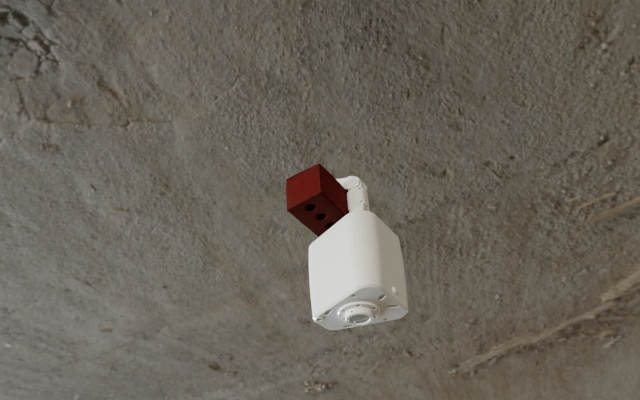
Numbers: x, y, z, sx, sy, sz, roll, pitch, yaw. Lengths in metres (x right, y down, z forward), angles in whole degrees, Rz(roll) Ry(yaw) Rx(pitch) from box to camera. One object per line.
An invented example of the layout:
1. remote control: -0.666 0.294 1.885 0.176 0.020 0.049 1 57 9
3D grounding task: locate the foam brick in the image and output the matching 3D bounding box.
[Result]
1. foam brick: 0.000 0.002 0.603 0.053 0.051 0.078 -26 -47 25
